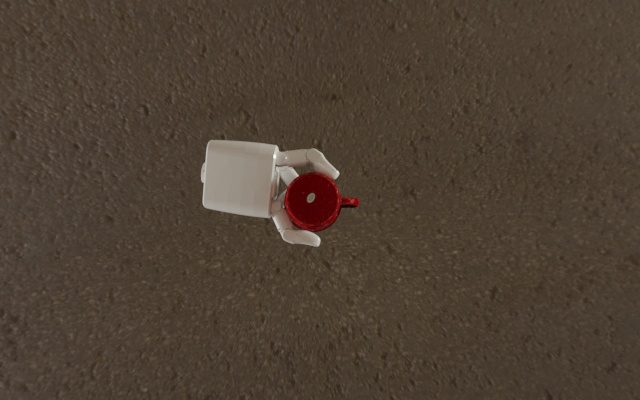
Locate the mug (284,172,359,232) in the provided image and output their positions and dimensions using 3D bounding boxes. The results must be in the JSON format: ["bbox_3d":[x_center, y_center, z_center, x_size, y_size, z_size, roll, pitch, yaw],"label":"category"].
[{"bbox_3d":[0.002,0.003,0.727,0.117,0.093,0.081,4,-4,0],"label":"mug"}]
